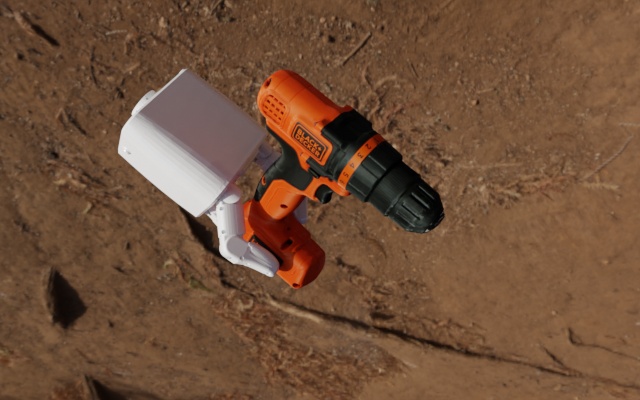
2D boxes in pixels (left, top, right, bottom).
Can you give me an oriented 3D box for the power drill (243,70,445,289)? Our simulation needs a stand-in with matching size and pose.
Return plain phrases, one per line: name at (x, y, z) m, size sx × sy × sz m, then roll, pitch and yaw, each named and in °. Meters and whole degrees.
power drill at (0.000, 0.002, 0.439) m, size 0.057 × 0.184 × 0.188 m, roll -35°, pitch -18°, yaw -45°
